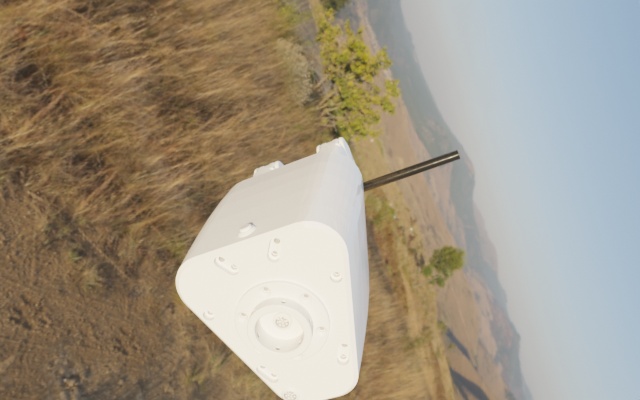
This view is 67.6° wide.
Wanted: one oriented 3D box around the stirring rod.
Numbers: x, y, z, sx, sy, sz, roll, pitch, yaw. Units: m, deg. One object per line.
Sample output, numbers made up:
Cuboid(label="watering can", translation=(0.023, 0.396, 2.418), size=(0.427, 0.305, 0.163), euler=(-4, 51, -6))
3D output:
Cuboid(label="stirring rod", translation=(0.000, 0.001, 0.410), size=(0.239, 0.011, 0.011), euler=(-19, -5, 14))
